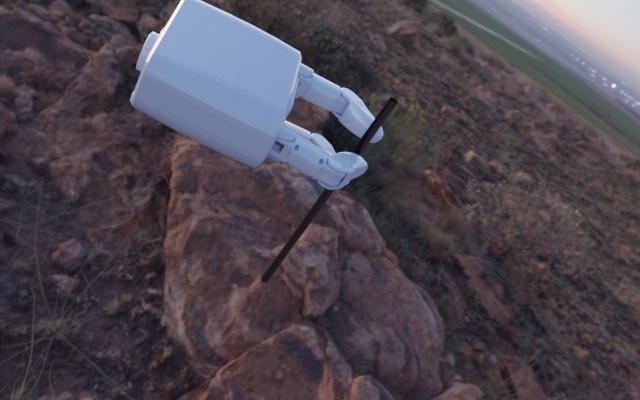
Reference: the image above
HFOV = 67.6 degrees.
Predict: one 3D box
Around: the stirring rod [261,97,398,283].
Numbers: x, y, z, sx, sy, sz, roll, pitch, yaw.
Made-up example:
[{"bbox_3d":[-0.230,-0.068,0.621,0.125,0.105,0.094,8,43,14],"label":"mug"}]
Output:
[{"bbox_3d":[0.000,0.002,0.455,0.011,0.011,0.240,0,-44,-45],"label":"stirring rod"}]
